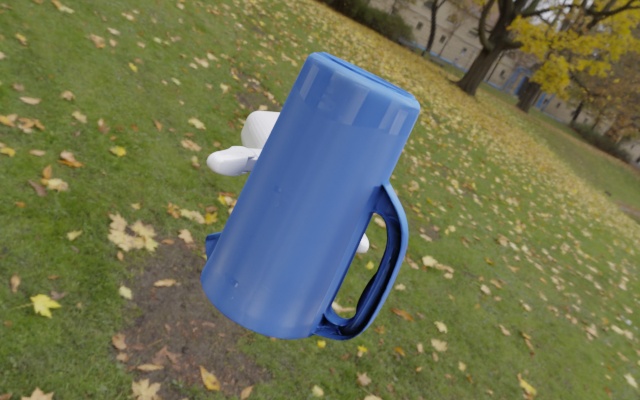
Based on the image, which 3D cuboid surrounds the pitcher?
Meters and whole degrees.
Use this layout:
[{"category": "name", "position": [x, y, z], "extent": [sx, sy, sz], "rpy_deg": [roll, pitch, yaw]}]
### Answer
[{"category": "pitcher", "position": [0.000, 0.001, 0.442], "extent": [0.149, 0.243, 0.145], "rpy_deg": [18, 20, -23]}]
